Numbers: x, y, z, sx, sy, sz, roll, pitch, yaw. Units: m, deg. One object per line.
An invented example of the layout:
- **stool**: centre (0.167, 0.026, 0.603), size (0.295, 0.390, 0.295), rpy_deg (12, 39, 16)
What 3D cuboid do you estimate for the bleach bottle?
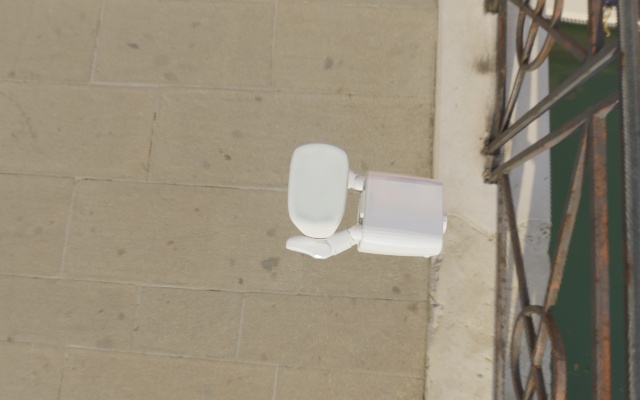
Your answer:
- **bleach bottle**: centre (0.000, 0.002, 0.655), size (0.068, 0.102, 0.251), rpy_deg (5, -8, 2)
